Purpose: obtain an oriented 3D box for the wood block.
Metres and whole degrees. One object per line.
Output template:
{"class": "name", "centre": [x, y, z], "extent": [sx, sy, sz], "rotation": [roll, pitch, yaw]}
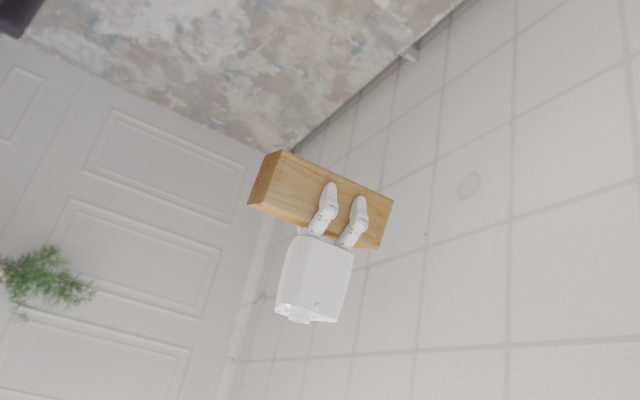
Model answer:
{"class": "wood block", "centre": [0.000, 0.003, 0.769], "extent": [0.206, 0.090, 0.091], "rotation": [24, -11, -22]}
